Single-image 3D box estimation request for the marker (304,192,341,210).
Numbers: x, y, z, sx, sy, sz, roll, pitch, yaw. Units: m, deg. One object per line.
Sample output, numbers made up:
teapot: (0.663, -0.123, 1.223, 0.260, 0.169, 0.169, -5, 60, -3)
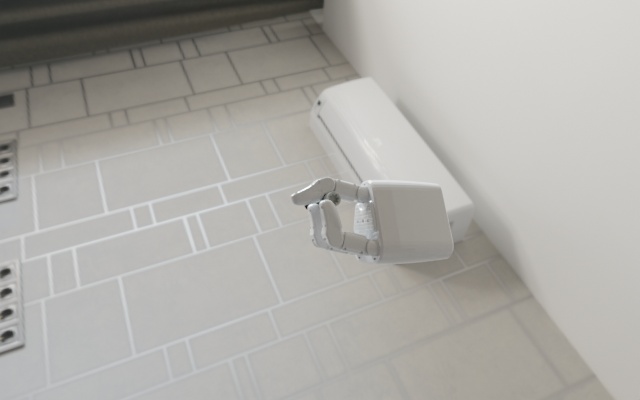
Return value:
marker: (0.000, 0.002, 0.657, 0.020, 0.020, 0.121, 0, -4, -17)
